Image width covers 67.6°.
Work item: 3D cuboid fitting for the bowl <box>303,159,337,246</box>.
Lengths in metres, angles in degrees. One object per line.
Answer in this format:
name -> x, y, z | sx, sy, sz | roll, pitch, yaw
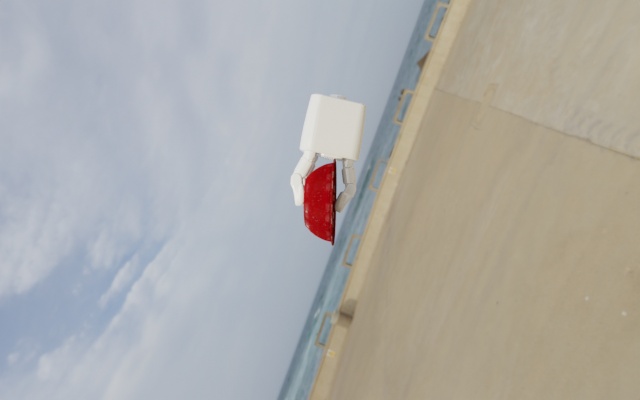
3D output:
bowl -> 0.000, 0.004, 0.886 | 0.055, 0.162, 0.162 | 1, 0, 4
